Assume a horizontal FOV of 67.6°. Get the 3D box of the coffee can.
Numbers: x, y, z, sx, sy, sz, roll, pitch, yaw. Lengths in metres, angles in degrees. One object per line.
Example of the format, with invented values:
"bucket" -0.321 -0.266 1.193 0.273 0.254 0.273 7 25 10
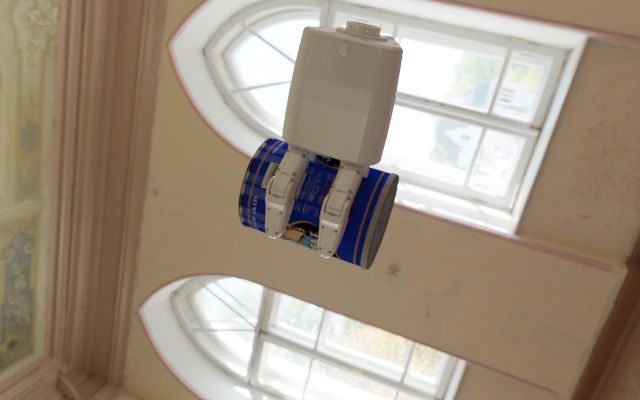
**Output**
"coffee can" 0.000 0.002 0.503 0.140 0.103 0.103 18 4 13
